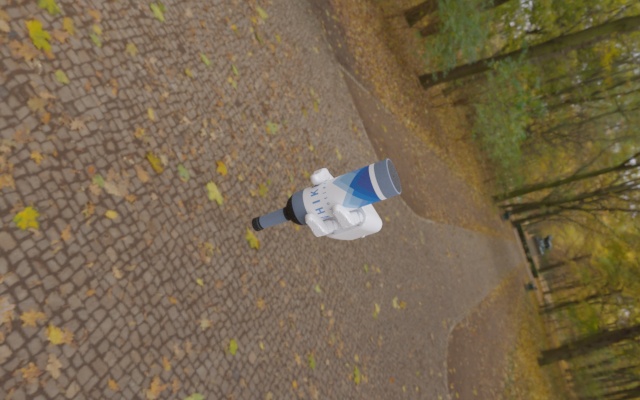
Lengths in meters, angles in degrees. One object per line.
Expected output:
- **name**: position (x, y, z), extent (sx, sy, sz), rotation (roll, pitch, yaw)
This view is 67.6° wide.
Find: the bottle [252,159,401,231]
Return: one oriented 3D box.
- **bottle**: position (0.000, 0.003, 0.891), extent (0.296, 0.069, 0.069), rotation (-19, -8, 22)
